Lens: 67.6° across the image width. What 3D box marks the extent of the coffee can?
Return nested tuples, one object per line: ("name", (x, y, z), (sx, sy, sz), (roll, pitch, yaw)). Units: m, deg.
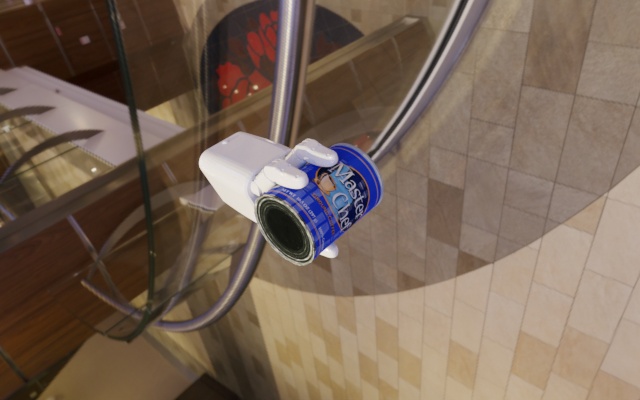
("coffee can", (0.000, 0.002, 0.617), (0.140, 0.103, 0.103), (-38, 23, -34))
